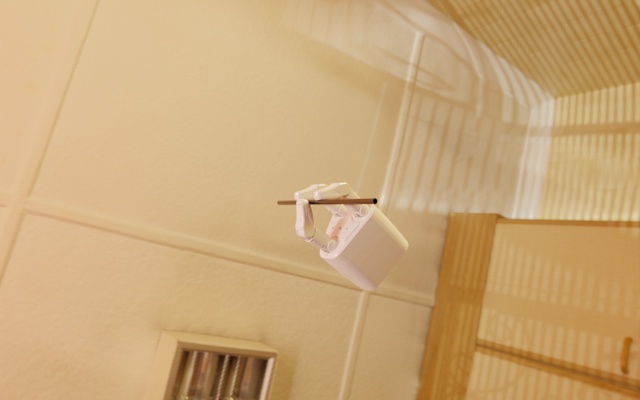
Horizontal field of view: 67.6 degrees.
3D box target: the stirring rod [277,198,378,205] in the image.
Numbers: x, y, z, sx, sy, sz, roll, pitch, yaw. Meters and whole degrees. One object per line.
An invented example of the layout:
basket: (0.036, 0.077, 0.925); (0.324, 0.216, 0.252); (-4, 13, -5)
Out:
stirring rod: (0.000, 0.002, 0.704); (0.011, 0.011, 0.239); (0, -1, -35)
